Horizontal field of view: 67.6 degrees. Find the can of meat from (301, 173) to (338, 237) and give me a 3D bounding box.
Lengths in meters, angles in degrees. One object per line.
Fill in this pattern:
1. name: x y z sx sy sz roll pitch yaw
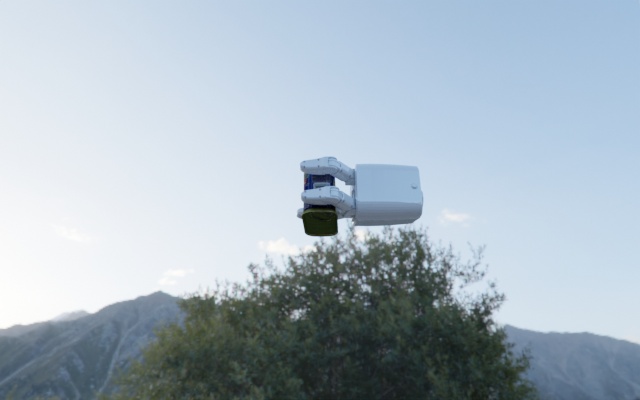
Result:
1. can of meat: 0.000 0.002 0.793 0.057 0.084 0.102 -1 -26 3
